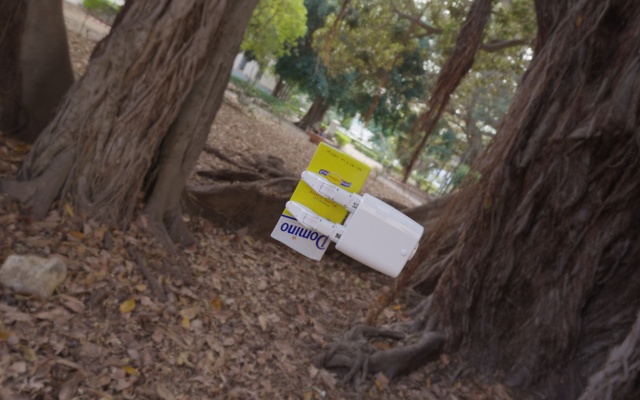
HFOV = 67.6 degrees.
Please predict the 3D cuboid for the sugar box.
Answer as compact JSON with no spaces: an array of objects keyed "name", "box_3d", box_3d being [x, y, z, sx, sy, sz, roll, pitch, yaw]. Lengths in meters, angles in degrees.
[{"name":"sugar box","box_3d":[0.000,0.003,0.777,0.093,0.176,0.048,28,9,-1]}]
